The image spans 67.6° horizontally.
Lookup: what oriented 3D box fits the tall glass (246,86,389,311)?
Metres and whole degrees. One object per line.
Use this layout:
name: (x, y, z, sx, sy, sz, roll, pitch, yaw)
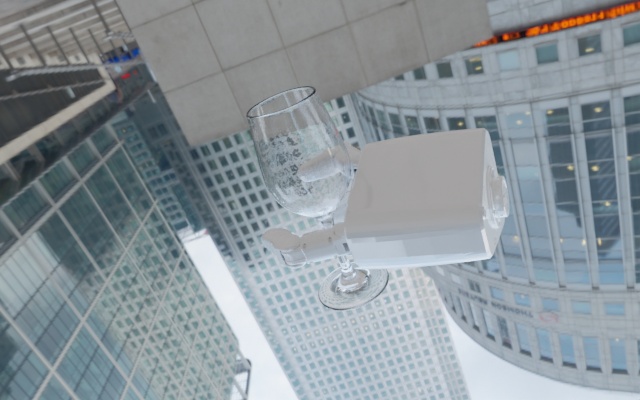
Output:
tall glass: (0.000, 0.002, 0.437, 0.079, 0.201, 0.079, -18, 26, 9)
